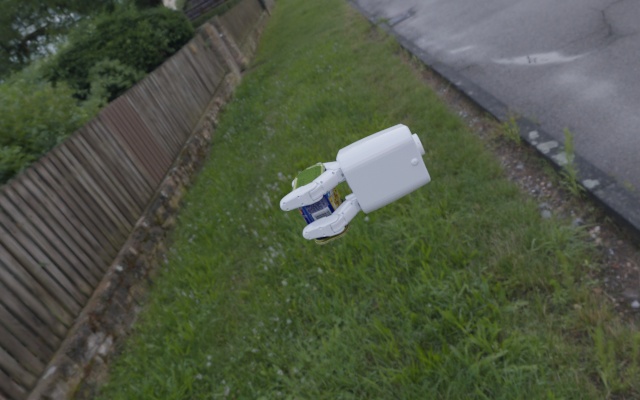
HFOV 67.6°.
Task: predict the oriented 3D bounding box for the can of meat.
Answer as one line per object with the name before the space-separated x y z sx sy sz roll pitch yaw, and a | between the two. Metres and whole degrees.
can of meat | 0.000 0.002 0.725 0.057 0.084 0.102 -23 25 13
